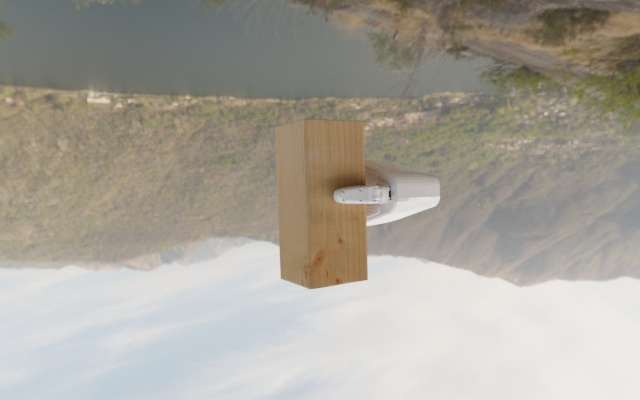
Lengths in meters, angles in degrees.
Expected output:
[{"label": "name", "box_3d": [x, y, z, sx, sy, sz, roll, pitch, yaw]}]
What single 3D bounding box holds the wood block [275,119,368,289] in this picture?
[{"label": "wood block", "box_3d": [0.001, 0.002, 0.630, 0.090, 0.206, 0.091, -3, 2, -30]}]
